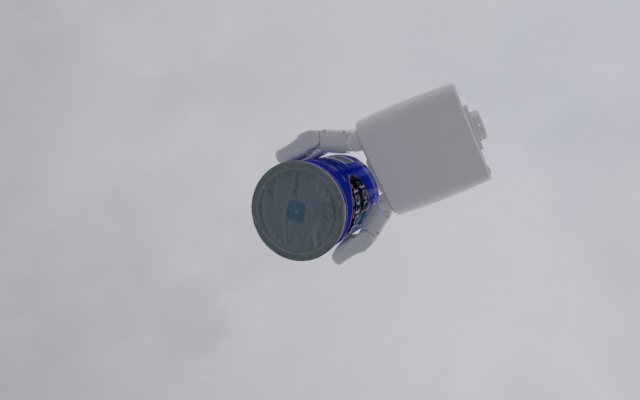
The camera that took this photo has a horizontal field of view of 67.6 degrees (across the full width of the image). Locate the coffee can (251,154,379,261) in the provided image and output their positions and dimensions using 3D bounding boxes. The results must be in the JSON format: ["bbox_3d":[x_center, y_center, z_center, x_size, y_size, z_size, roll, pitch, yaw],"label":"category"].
[{"bbox_3d":[0.000,0.002,0.543,0.103,0.103,0.140,0,8,21],"label":"coffee can"}]
